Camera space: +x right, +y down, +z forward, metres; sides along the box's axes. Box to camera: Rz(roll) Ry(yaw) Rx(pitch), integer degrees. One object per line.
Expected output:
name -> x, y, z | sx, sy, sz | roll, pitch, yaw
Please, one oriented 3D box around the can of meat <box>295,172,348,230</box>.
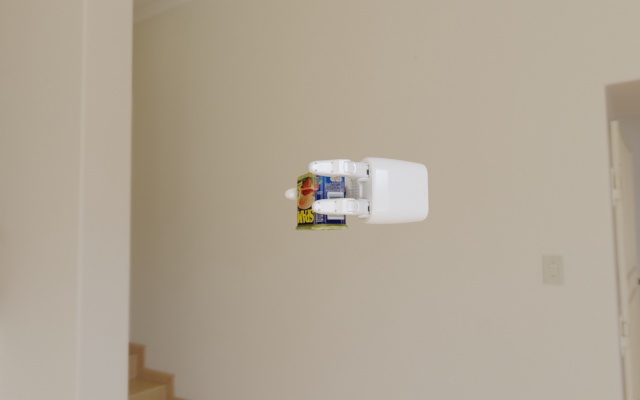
can of meat -> 0.000, 0.002, 0.722 | 0.057, 0.084, 0.102 | 1, -5, -22
